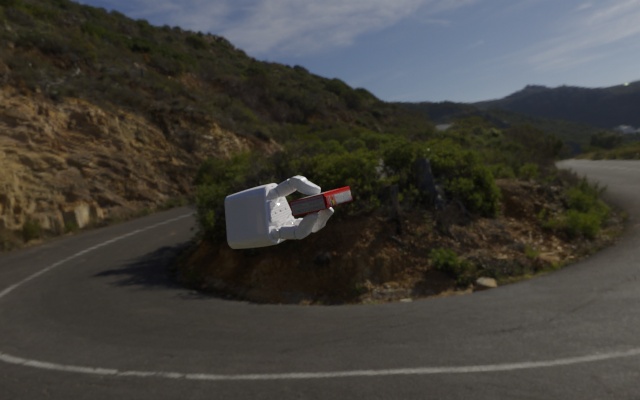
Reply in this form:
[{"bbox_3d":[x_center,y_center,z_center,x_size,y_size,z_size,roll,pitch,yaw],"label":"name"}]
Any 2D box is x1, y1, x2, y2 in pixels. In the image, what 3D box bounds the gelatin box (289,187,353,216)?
[{"bbox_3d":[0.000,0.002,0.846,0.089,0.030,0.073,-14,1,42],"label":"gelatin box"}]
